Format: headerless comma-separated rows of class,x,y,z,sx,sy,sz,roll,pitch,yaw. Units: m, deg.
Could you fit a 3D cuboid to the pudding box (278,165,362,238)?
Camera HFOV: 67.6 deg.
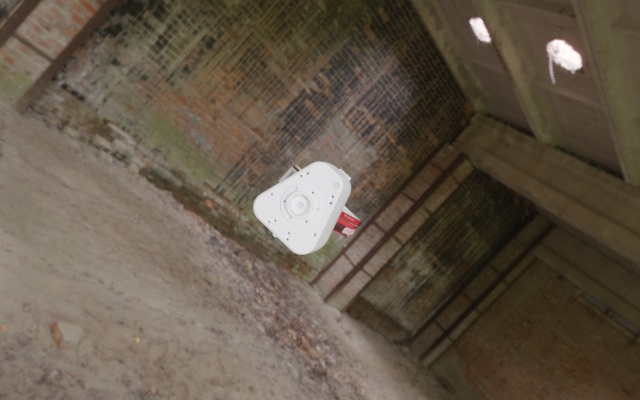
pudding box,0.000,0.002,0.728,0.113,0.039,0.090,47,8,33
